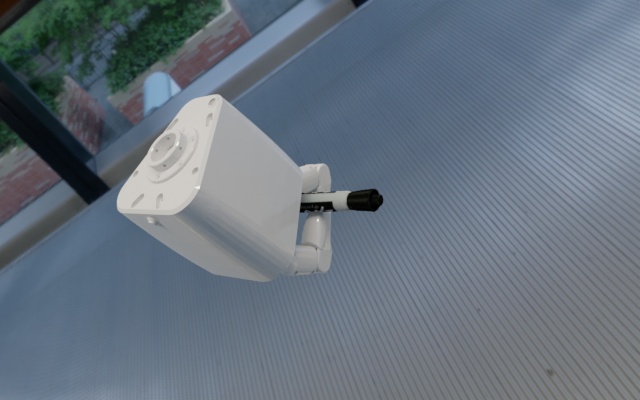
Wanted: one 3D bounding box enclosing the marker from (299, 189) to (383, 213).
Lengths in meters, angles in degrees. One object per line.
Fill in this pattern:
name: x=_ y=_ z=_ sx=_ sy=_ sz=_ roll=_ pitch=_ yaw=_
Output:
marker: x=0.000 y=0.001 z=0.417 sx=0.121 sy=0.020 sz=0.020 roll=-2 pitch=-1 yaw=37
